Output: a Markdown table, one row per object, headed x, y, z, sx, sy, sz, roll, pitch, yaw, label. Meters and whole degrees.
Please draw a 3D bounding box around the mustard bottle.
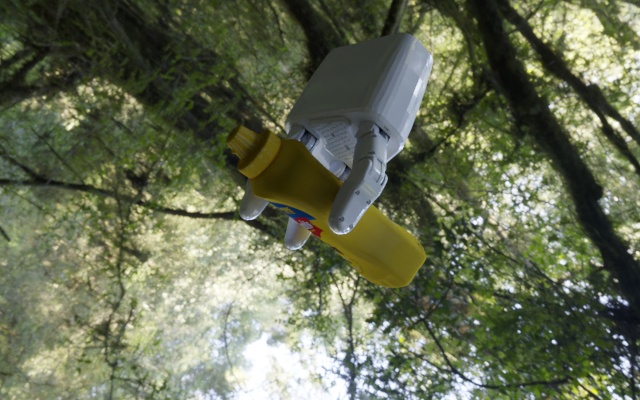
| x | y | z | sx | sy | sz | roll | pitch | yaw | label |
| --- | --- | --- | --- | --- | --- | --- | --- | --- | --- |
| 0.000 | 0.002 | 0.411 | 0.192 | 0.058 | 0.096 | 39 | -6 | -24 | mustard bottle |
